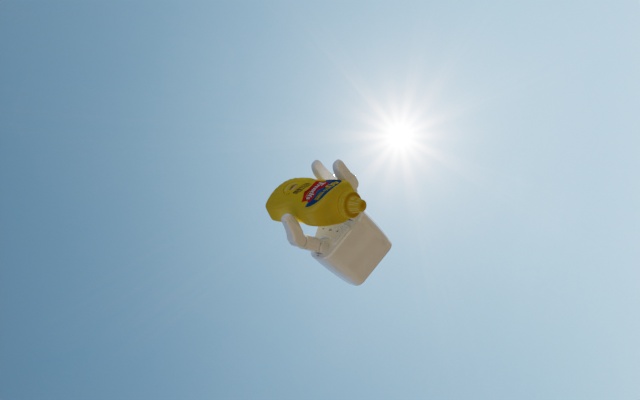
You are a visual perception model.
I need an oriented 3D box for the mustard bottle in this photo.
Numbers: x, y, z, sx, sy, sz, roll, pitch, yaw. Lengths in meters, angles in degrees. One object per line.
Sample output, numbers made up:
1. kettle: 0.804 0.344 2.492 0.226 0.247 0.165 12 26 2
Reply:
1. mustard bottle: 0.000 0.002 0.770 0.096 0.058 0.191 -39 27 -32
